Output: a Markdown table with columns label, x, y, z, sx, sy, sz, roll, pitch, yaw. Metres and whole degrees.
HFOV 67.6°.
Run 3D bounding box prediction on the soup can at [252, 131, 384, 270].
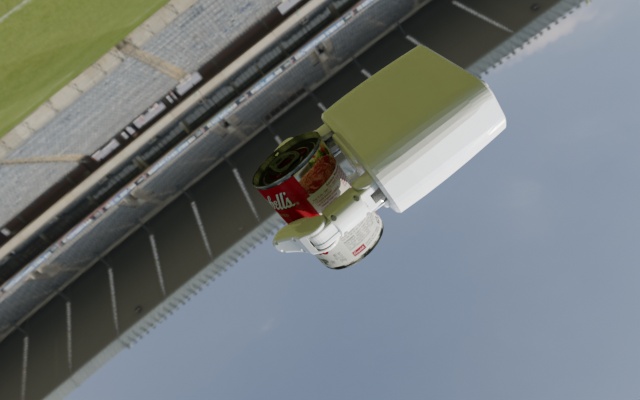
| label | x | y | z | sx | sy | sz | roll | pitch | yaw |
| --- | --- | --- | --- | --- | --- | --- | --- | --- | --- |
| soup can | 0.000 | 0.002 | 0.407 | 0.068 | 0.102 | 0.068 | -31 | 26 | 17 |
